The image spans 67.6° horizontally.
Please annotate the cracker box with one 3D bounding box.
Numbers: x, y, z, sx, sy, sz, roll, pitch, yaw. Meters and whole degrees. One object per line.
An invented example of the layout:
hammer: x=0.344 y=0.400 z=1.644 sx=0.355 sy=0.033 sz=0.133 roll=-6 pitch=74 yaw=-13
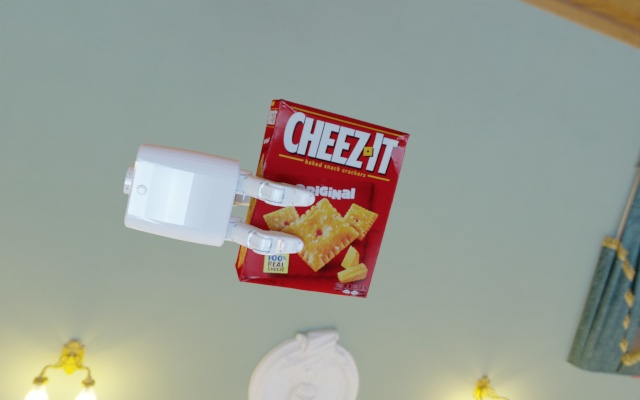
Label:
cracker box: x=0.000 y=0.002 z=0.580 sx=0.164 sy=0.214 sz=0.072 roll=12 pitch=8 yaw=-17
